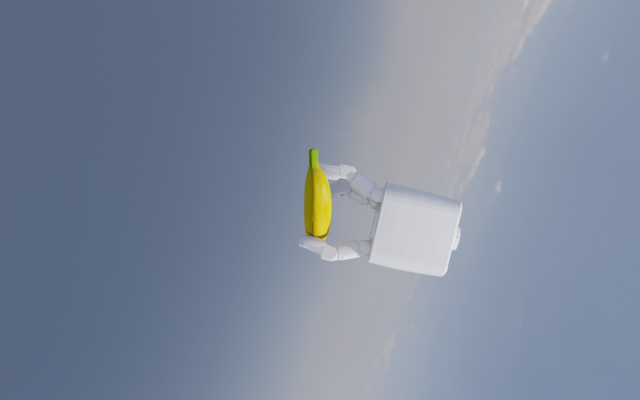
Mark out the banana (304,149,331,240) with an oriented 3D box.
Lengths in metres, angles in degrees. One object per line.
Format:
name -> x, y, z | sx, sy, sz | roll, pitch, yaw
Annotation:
banana -> -0.003, 0.016, 0.673 | 0.037, 0.069, 0.198 | 7, -34, 4
